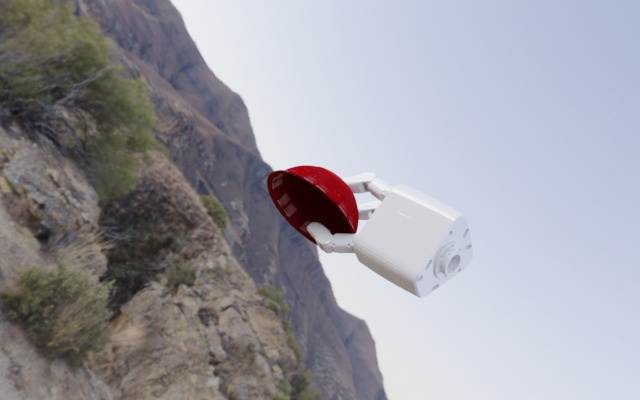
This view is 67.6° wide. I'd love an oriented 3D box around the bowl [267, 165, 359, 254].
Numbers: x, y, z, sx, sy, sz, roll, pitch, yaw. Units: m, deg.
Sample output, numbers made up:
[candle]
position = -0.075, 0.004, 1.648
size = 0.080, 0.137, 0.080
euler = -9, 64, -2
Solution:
[bowl]
position = -0.001, 0.001, 0.698
size = 0.162, 0.162, 0.055
euler = 0, 42, 53
